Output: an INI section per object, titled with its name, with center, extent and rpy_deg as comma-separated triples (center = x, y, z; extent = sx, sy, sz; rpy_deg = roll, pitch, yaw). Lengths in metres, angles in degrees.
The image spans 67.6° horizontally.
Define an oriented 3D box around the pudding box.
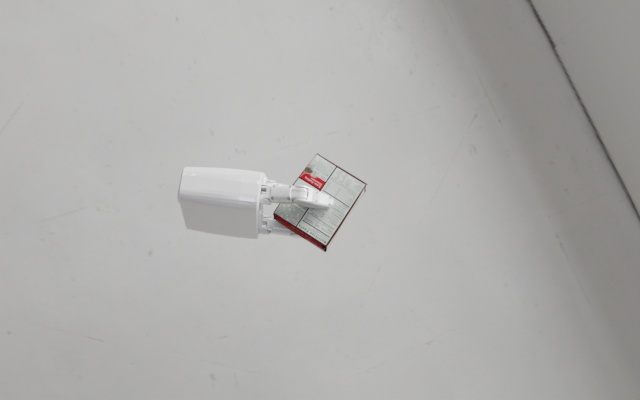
[pudding box]
center = 0.000, 0.002, 0.675
extent = 0.090, 0.113, 0.039
rpy_deg = 33, -14, 7
